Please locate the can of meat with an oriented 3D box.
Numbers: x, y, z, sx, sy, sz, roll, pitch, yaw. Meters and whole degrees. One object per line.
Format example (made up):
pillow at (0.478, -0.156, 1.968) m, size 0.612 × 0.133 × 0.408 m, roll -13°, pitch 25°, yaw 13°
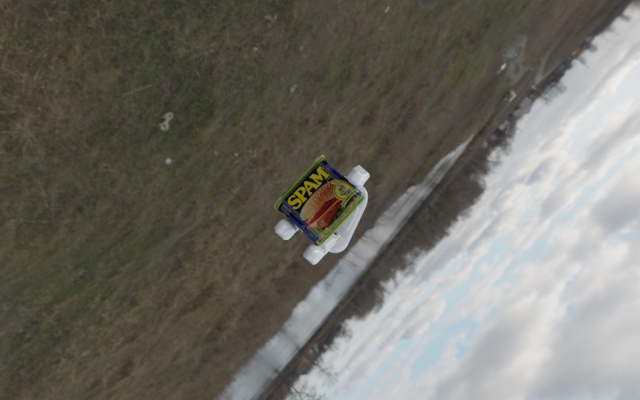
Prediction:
can of meat at (0.000, 0.002, 0.674) m, size 0.084 × 0.102 × 0.057 m, roll 42°, pitch -7°, yaw 9°
